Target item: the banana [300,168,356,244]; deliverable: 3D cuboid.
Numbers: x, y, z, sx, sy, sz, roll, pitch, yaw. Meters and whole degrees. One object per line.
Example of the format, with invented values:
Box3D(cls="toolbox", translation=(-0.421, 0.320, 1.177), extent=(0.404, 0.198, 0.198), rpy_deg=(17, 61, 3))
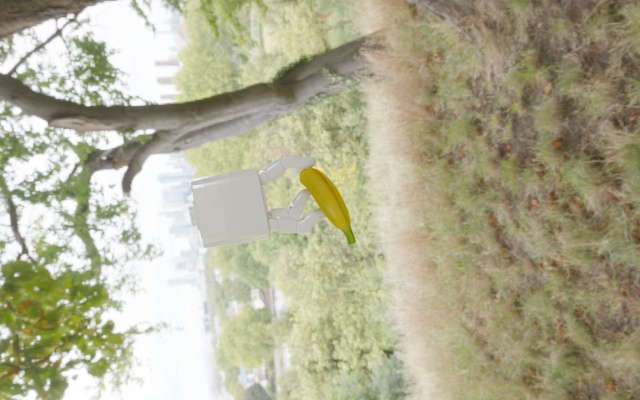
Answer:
Box3D(cls="banana", translation=(0.000, -0.011, 0.757), extent=(0.037, 0.070, 0.197), rpy_deg=(-15, 38, -15))
